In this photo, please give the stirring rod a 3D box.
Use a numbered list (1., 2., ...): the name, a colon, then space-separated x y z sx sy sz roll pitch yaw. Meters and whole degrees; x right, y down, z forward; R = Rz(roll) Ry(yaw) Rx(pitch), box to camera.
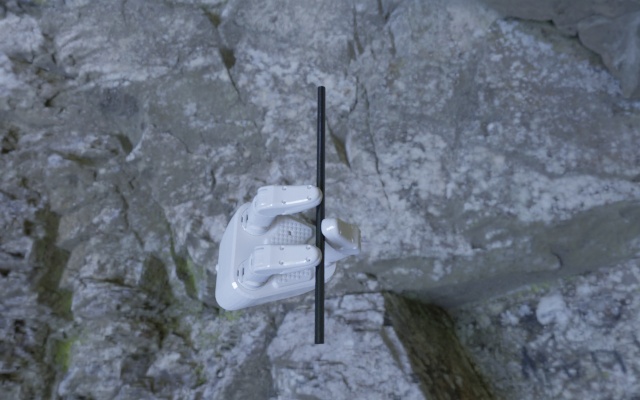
1. stirring rod: 0.000 0.001 0.421 0.011 0.239 0.011 0 -22 0
